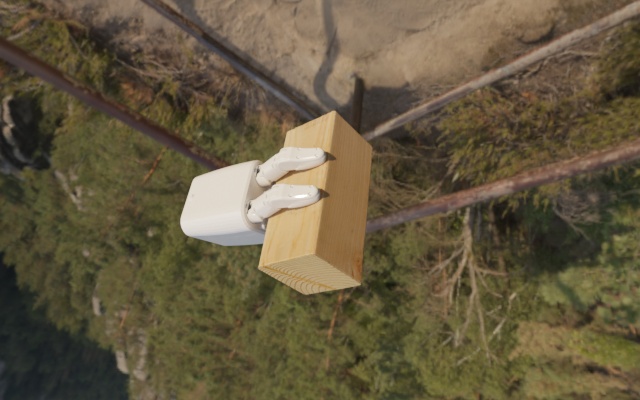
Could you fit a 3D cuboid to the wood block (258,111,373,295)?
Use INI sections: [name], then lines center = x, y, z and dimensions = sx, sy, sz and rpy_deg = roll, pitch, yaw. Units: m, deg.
[wood block]
center = 0.000, 0.002, 0.608
dimensions = 0.090, 0.206, 0.091
rpy_deg = -18, -40, 36
